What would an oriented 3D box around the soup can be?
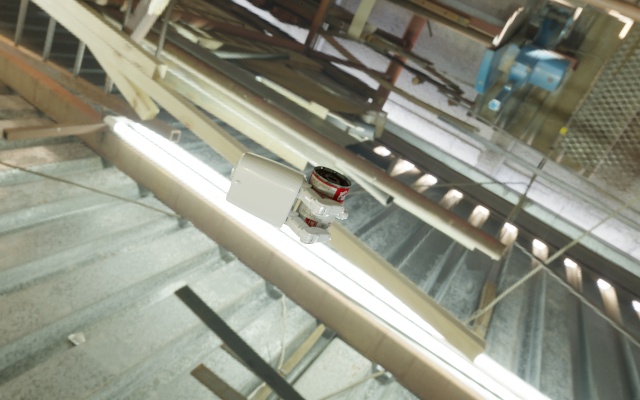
[{"bbox_3d":[0.000,0.003,0.801,0.068,0.102,0.068,22,21,-9],"label":"soup can"}]
